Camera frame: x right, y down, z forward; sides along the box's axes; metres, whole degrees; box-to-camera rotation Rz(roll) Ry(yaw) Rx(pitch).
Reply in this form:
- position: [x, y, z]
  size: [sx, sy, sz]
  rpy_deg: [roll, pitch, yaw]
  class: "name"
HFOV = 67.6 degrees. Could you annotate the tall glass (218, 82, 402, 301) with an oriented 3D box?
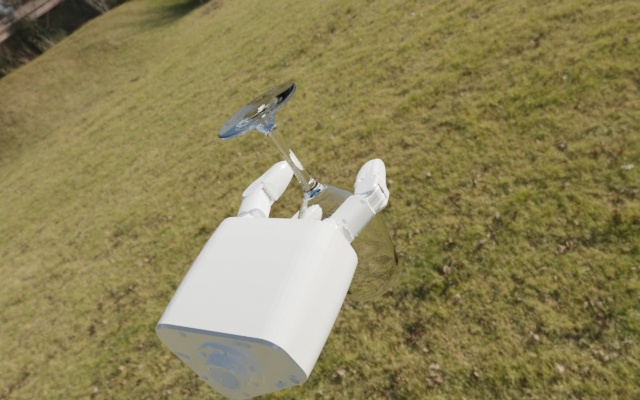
- position: [0.000, 0.001, 0.422]
  size: [0.079, 0.201, 0.079]
  rpy_deg: [-28, 27, 15]
  class: "tall glass"
